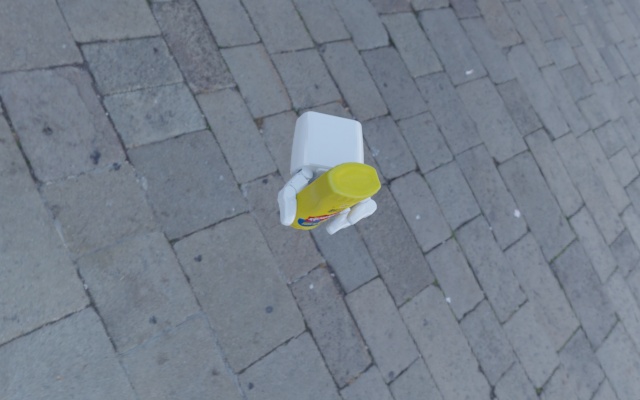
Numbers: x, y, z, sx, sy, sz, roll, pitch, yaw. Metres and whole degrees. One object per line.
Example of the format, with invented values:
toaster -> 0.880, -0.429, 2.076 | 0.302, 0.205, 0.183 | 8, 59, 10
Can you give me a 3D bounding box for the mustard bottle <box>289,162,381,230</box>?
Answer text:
mustard bottle -> 0.000, 0.003, 0.750 | 0.096, 0.058, 0.192 | -9, -15, -38
